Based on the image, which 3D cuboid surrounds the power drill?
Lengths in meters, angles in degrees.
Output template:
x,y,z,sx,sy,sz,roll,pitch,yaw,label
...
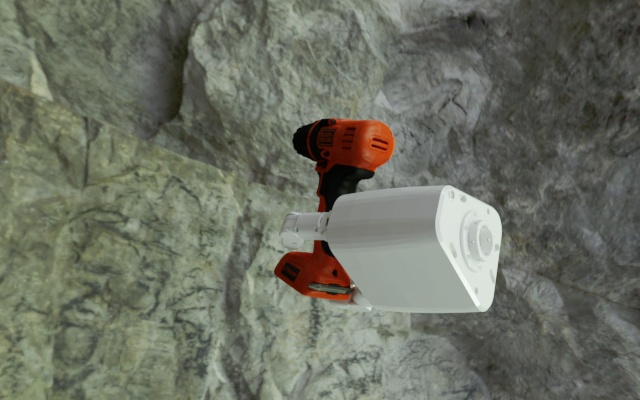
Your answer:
x,y,z,sx,sy,sz,roll,pitch,yaw,label
0.000,0.002,0.523,0.057,0.187,0.184,10,2,-25,power drill
